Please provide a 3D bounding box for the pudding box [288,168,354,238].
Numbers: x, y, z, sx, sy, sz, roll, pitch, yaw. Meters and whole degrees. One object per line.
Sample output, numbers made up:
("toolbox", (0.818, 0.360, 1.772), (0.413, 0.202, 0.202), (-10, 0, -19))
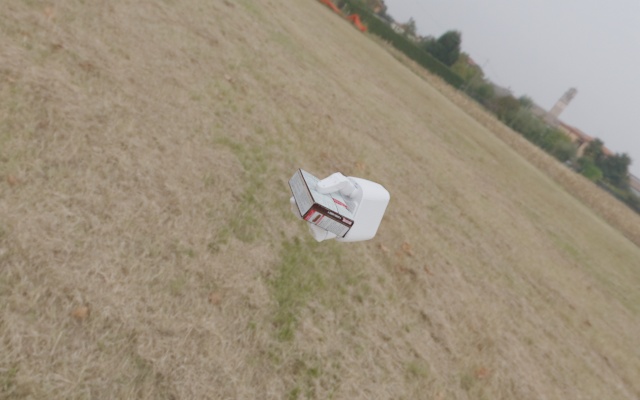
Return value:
("pudding box", (0.000, 0.003, 0.800), (0.090, 0.039, 0.113), (26, 21, -30))
